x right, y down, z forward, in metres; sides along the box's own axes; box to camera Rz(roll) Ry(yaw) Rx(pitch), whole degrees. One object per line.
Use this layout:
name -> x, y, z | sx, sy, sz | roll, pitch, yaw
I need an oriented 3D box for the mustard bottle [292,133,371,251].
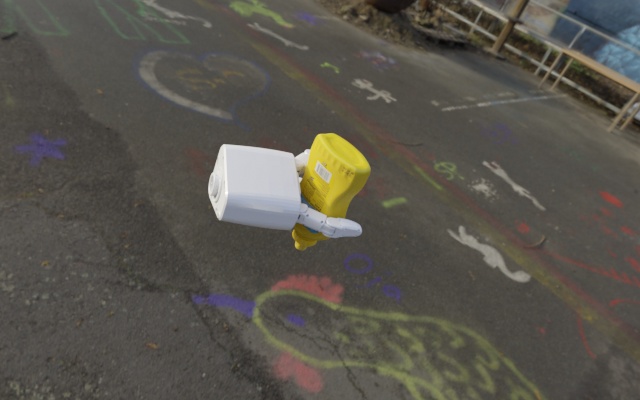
mustard bottle -> 0.000, 0.002, 0.718 | 0.058, 0.192, 0.096 | -12, 48, -43
